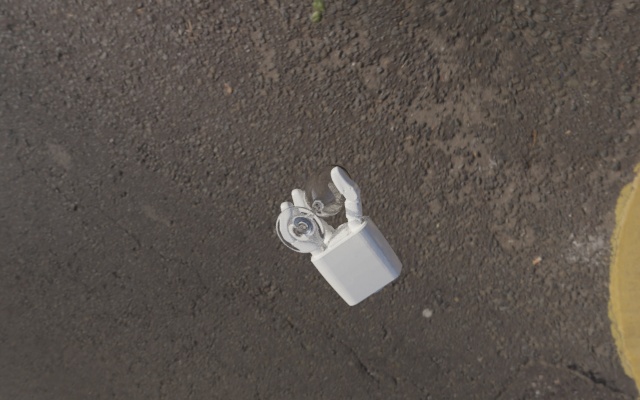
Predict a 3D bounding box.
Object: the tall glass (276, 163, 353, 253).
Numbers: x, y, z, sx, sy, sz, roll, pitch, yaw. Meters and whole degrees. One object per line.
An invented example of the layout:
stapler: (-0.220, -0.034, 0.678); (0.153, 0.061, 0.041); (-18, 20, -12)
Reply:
tall glass: (0.000, 0.003, 0.764); (0.079, 0.079, 0.201); (0, 24, 18)
